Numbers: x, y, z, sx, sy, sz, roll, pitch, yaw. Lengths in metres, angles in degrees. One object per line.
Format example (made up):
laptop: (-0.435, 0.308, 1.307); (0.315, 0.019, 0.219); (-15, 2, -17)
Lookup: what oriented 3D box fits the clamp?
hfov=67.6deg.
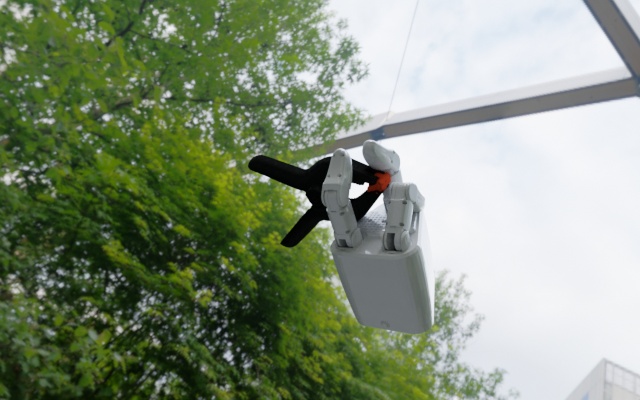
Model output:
clamp: (0.000, 0.001, 0.545); (0.171, 0.120, 0.039); (1, 31, 33)
